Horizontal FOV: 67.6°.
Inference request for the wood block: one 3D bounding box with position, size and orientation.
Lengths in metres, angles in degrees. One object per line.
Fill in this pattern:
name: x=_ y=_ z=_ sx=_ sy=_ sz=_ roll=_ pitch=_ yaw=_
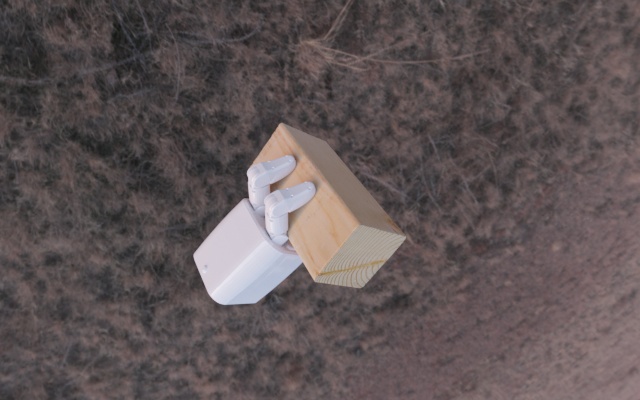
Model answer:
wood block: x=0.000 y=0.002 z=0.608 sx=0.091 sy=0.090 sz=0.206 roll=17 pitch=28 yaw=-45
